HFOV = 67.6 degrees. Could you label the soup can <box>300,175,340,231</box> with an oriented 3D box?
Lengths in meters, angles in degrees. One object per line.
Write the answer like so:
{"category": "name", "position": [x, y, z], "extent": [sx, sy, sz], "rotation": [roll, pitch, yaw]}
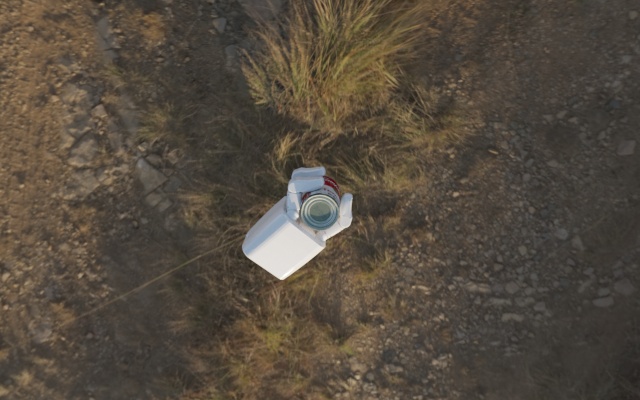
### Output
{"category": "soup can", "position": [0.001, 0.003, 0.833], "extent": [0.068, 0.068, 0.102], "rotation": [0, 20, 2]}
